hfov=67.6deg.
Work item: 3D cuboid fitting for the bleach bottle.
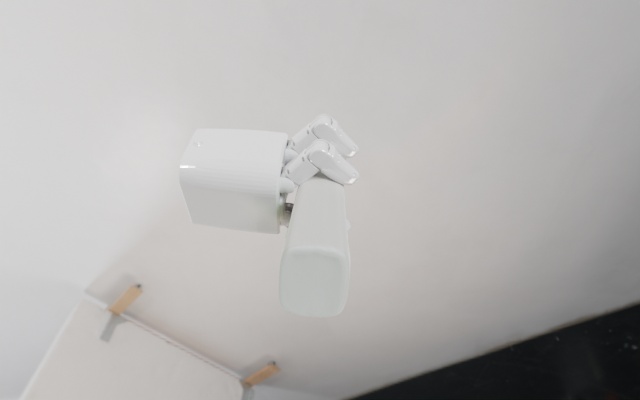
[{"bbox_3d":[0.000,0.002,0.544,0.068,0.103,0.250,5,38,0],"label":"bleach bottle"}]
